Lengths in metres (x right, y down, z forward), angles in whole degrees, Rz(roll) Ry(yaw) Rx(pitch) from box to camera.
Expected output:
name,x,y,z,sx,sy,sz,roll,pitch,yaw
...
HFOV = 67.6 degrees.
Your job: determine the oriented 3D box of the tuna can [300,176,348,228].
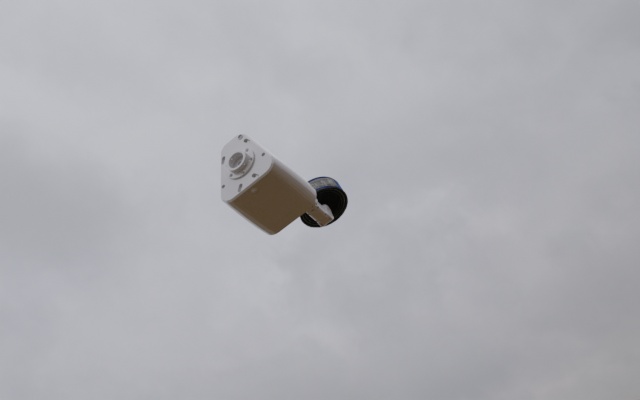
name,x,y,z,sx,sy,sz,roll,pitch,yaw
tuna can,0.000,0.002,0.793,0.086,0.086,0.033,0,38,-29
